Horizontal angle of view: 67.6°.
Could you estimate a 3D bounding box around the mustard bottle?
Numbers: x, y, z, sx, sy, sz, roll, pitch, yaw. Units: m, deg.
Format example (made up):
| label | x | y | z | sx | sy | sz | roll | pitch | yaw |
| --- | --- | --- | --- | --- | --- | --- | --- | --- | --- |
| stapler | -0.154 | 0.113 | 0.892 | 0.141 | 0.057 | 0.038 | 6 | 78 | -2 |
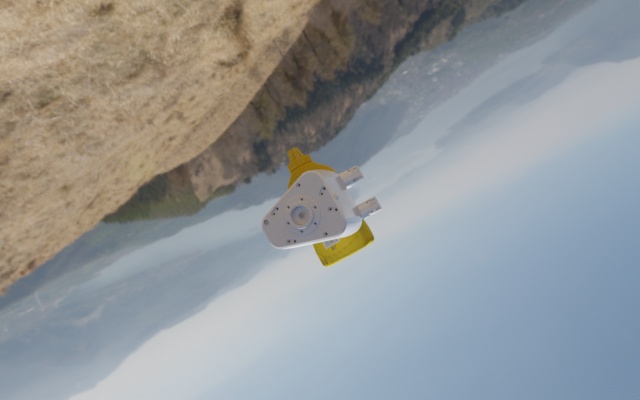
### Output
| label | x | y | z | sx | sy | sz | roll | pitch | yaw |
| --- | --- | --- | --- | --- | --- | --- | --- | --- | --- |
| mustard bottle | 0.000 | 0.003 | 0.752 | 0.096 | 0.191 | 0.058 | -34 | -7 | 38 |
